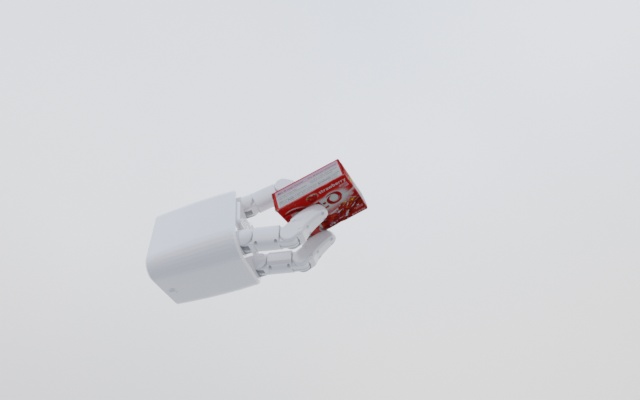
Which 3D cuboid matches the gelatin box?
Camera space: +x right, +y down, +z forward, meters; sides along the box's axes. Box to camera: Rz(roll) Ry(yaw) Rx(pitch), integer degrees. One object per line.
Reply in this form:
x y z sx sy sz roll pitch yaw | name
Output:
0.000 0.001 0.550 0.089 0.030 0.073 -28 -41 9 | gelatin box
